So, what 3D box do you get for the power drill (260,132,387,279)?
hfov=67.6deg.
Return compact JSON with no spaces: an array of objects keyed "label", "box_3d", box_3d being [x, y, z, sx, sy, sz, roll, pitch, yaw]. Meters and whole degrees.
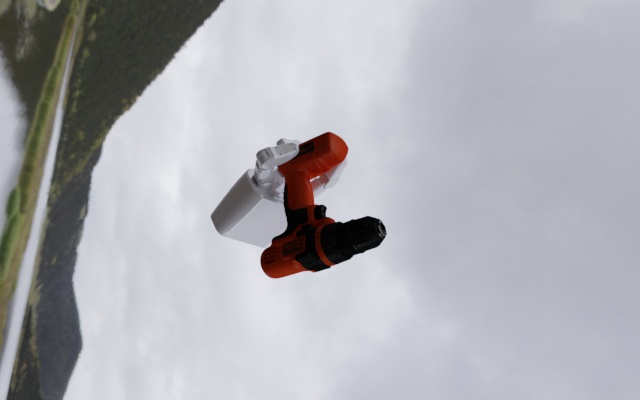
[{"label":"power drill","box_3d":[0.000,0.002,0.638,0.184,0.187,0.057,-20,-38,30]}]
